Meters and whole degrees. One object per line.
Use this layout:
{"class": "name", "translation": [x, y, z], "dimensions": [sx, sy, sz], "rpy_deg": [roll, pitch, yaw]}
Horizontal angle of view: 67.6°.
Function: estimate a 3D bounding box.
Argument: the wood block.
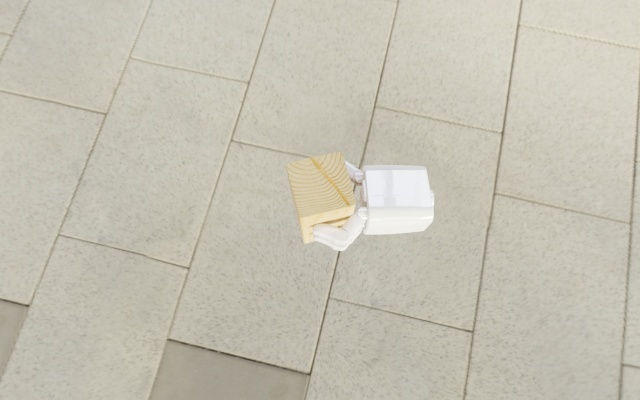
{"class": "wood block", "translation": [0.000, 0.002, 0.810], "dimensions": [0.090, 0.090, 0.206], "rpy_deg": [-13, -15, -4]}
